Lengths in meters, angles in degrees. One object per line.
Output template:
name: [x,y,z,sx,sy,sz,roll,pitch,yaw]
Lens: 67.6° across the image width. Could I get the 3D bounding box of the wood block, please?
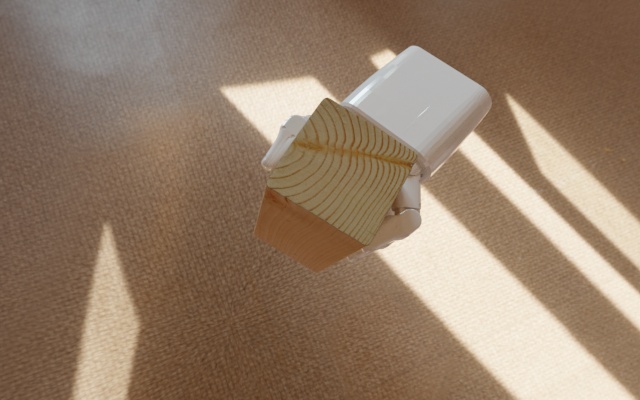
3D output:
wood block: [0.000,0.001,0.458,0.091,0.090,0.206,32,-18,-1]
